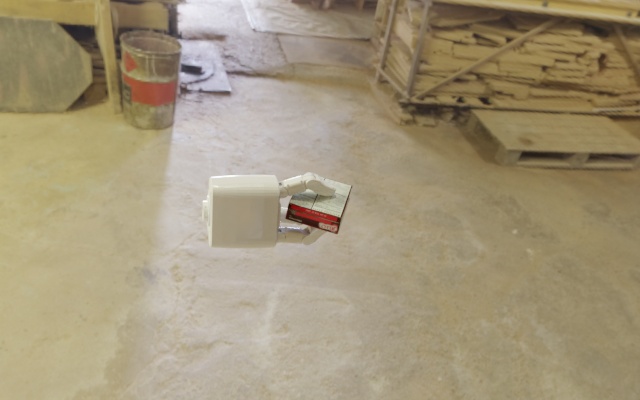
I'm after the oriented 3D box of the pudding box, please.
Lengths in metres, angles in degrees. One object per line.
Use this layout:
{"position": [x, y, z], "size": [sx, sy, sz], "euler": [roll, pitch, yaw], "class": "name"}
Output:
{"position": [0.000, 0.002, 0.804], "size": [0.090, 0.039, 0.113], "euler": [17, 35, 5], "class": "pudding box"}
